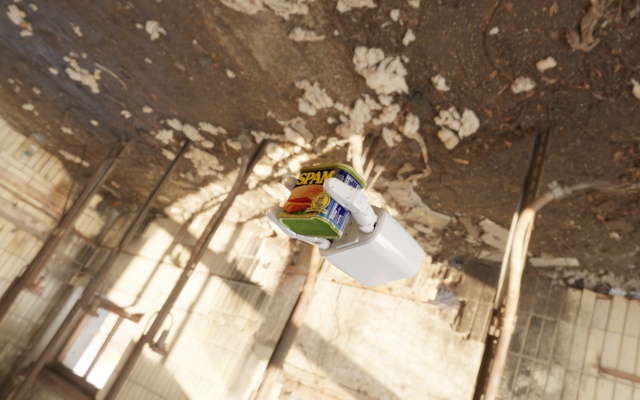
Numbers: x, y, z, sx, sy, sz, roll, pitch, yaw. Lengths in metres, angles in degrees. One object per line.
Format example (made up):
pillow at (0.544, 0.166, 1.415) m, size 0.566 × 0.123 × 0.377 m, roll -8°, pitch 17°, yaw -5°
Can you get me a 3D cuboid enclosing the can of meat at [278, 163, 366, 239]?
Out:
can of meat at (0.000, 0.002, 0.640) m, size 0.102 × 0.084 × 0.057 m, roll -2°, pitch -34°, yaw 47°
